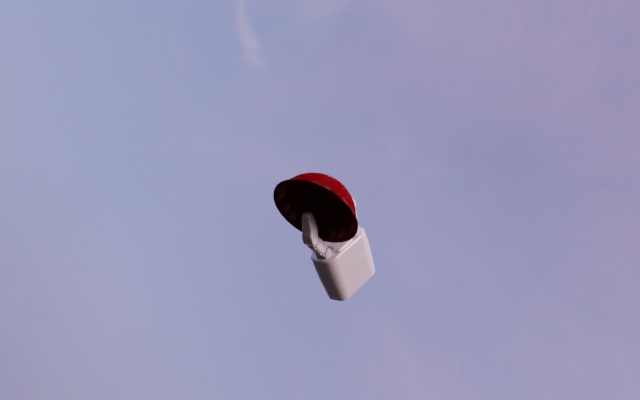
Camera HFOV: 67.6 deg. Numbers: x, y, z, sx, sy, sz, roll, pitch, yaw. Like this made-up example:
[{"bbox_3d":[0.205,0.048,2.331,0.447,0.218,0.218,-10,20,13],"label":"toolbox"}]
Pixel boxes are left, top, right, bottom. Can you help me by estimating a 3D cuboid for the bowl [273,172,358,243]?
[{"bbox_3d":[0.000,0.002,0.838,0.162,0.055,0.162,20,-35,14],"label":"bowl"}]
